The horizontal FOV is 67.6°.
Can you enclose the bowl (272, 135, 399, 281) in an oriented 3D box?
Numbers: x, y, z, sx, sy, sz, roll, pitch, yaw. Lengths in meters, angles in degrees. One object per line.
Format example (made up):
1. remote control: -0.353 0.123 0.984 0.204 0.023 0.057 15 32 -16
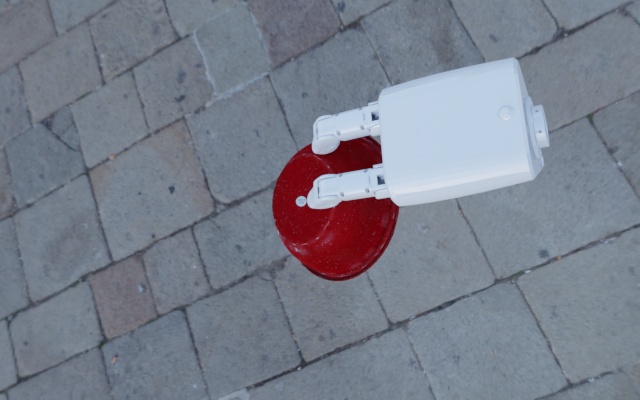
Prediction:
1. bowl: -0.001 0.002 0.493 0.162 0.162 0.055 0 -7 45
